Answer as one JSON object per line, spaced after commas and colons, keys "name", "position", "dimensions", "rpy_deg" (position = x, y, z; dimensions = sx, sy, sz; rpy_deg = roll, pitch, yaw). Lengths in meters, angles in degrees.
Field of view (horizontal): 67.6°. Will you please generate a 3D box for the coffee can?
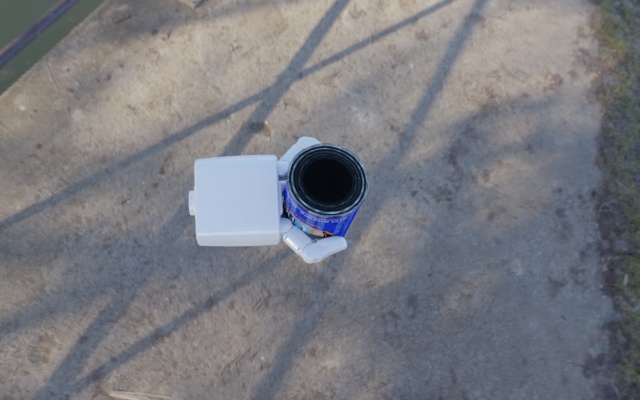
{"name": "coffee can", "position": [0.000, 0.002, 0.647], "dimensions": [0.103, 0.102, 0.140], "rpy_deg": [0, -24, -9]}
